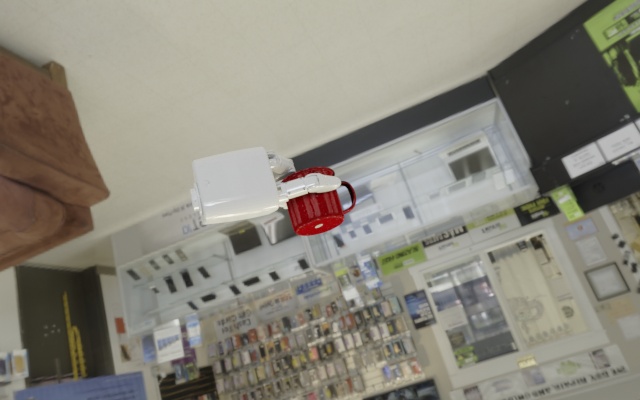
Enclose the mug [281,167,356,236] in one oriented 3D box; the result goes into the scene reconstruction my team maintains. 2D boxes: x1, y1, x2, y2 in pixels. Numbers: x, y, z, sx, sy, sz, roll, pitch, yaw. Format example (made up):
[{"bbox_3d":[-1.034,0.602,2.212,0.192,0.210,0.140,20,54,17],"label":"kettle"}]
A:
[{"bbox_3d":[0.002,0.002,0.751,0.117,0.081,0.093,-11,-20,-17],"label":"mug"}]
